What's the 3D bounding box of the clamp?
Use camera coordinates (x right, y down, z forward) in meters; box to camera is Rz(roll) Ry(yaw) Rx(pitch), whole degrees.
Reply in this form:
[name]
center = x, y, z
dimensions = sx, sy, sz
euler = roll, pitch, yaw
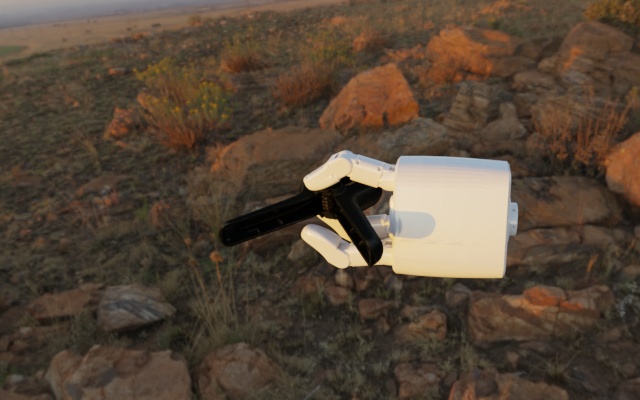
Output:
[clamp]
center = 0.000, 0.001, 0.514
dimensions = 0.164, 0.036, 0.210
euler = 3, 27, 16
